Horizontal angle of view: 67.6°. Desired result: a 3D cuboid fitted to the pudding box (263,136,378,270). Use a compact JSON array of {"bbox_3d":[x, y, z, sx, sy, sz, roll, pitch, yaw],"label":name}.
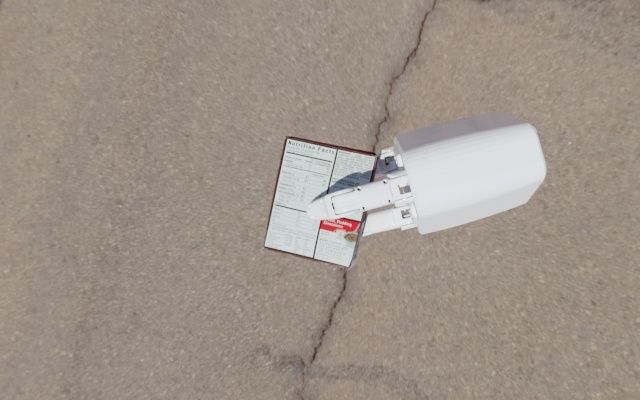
[{"bbox_3d":[0.000,0.002,0.459,0.090,0.113,0.039,13,2,8],"label":"pudding box"}]
